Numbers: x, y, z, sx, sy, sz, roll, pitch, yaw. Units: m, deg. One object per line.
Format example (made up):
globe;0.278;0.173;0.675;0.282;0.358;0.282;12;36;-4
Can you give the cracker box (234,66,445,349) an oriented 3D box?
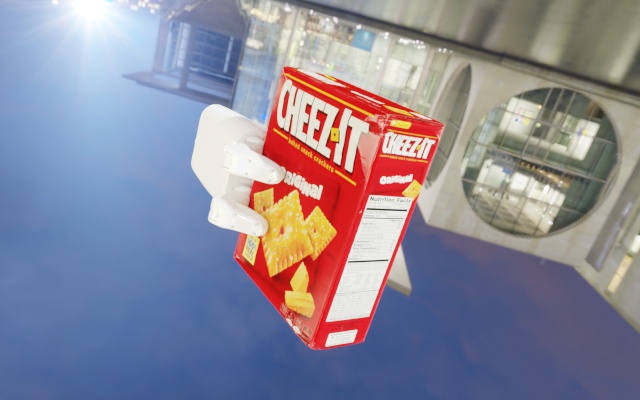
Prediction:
cracker box;0.000;0.002;0.447;0.072;0.214;0.164;2;24;-37
